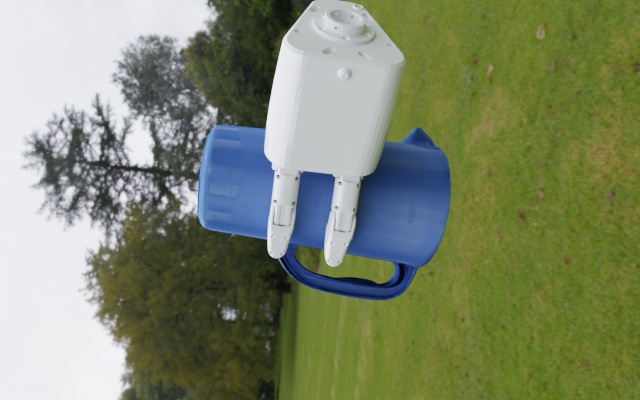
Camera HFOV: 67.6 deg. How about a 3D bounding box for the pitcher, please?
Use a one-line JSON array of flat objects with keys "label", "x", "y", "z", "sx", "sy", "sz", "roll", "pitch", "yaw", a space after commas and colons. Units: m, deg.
[{"label": "pitcher", "x": 0.000, "y": 0.001, "z": 0.501, "sx": 0.243, "sy": 0.145, "sz": 0.149, "roll": 7, "pitch": 44, "yaw": -7}]
